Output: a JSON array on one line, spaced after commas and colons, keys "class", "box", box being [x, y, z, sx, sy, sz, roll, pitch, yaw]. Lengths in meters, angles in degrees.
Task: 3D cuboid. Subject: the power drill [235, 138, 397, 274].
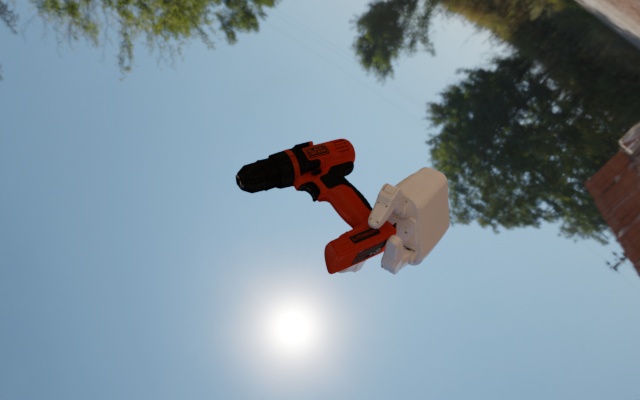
[{"class": "power drill", "box": [0.001, 0.002, 0.645, 0.184, 0.187, 0.057, -19, -26, -26]}]
